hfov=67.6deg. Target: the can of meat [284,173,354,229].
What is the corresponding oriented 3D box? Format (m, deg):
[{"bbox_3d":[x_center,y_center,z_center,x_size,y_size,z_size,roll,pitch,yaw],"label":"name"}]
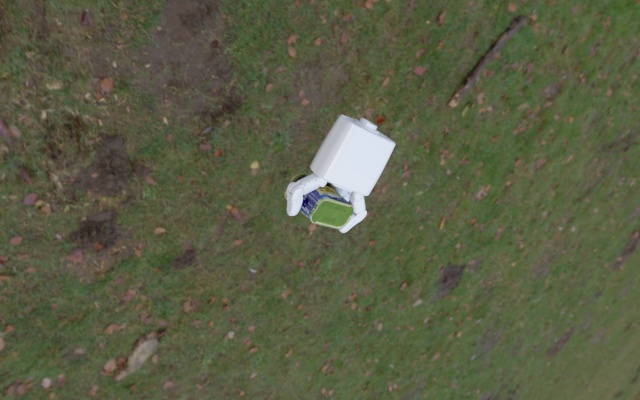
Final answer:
[{"bbox_3d":[0.000,0.003,0.853,0.102,0.057,0.084,16,20,-46],"label":"can of meat"}]
